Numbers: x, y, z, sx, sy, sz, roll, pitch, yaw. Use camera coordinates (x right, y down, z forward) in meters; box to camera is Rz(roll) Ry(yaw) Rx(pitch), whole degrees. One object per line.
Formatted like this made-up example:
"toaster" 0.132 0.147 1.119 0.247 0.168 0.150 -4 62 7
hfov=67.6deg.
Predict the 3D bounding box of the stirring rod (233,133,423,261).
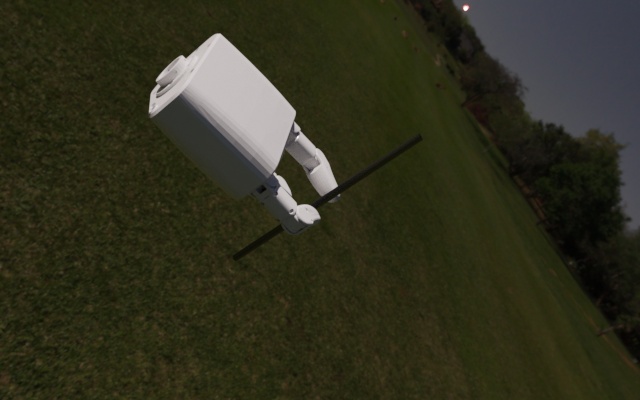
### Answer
"stirring rod" 0.000 0.002 0.492 0.239 0.011 0.011 -33 -12 19
